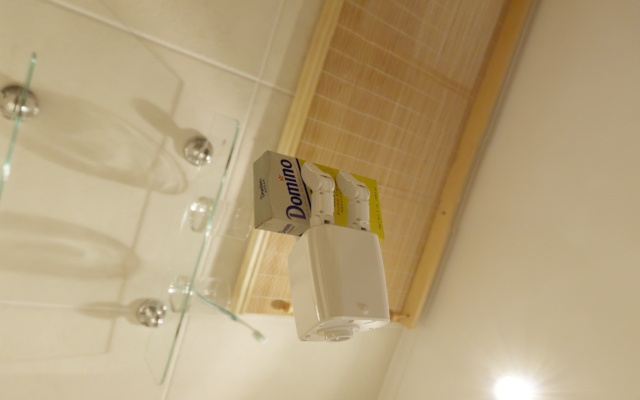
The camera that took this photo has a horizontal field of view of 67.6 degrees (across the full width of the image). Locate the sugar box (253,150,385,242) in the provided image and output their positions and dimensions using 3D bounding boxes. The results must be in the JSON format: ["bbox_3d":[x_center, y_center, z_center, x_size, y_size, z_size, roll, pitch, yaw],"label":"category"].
[{"bbox_3d":[0.001,0.002,0.617,0.176,0.093,0.048,13,-31,-35],"label":"sugar box"}]
